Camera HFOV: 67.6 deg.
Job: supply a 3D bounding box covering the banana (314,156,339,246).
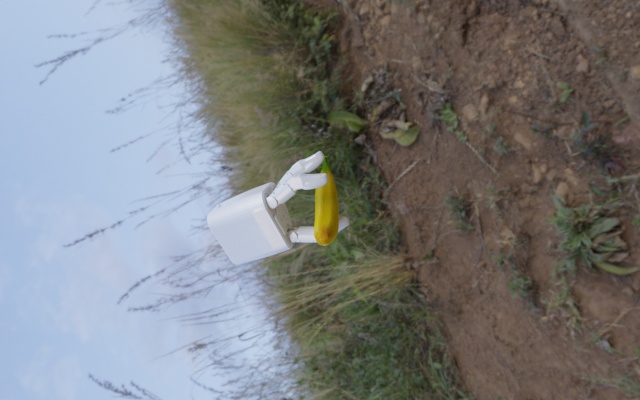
[{"bbox_3d":[0.006,0.014,0.747,0.037,0.070,0.197,-15,38,11],"label":"banana"}]
